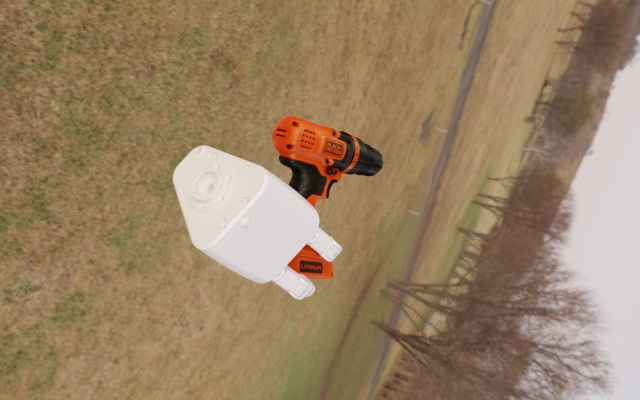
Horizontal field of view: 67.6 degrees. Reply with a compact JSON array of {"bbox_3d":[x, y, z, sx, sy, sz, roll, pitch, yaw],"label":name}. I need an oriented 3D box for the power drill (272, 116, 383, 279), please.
[{"bbox_3d":[0.000,0.002,0.602,0.184,0.187,0.057,12,1,-44],"label":"power drill"}]
